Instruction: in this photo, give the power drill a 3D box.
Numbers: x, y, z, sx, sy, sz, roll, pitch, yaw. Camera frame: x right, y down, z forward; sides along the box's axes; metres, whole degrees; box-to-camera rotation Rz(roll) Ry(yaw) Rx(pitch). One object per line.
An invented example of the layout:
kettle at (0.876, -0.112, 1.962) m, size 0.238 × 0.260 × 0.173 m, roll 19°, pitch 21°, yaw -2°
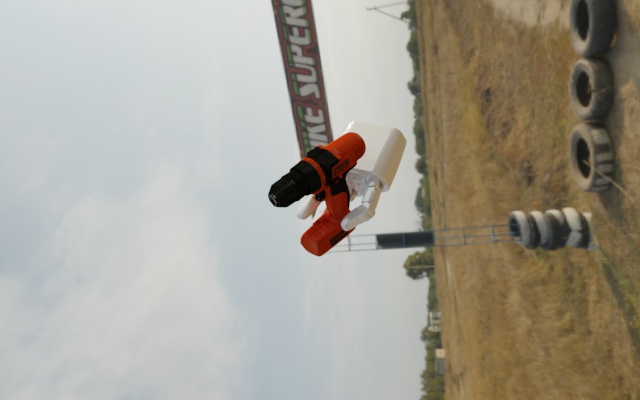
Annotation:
power drill at (0.000, 0.003, 0.759) m, size 0.184 × 0.188 × 0.057 m, roll -35°, pitch 54°, yaw -28°
